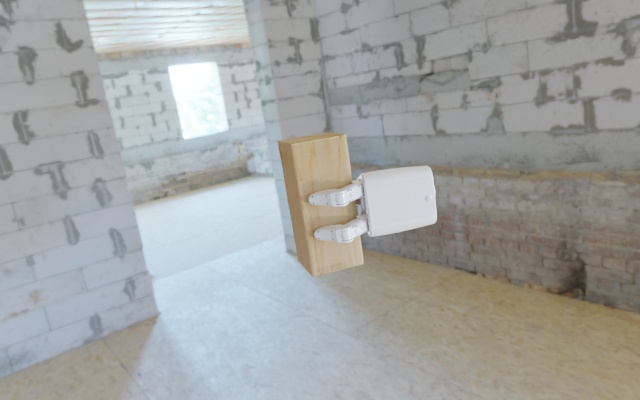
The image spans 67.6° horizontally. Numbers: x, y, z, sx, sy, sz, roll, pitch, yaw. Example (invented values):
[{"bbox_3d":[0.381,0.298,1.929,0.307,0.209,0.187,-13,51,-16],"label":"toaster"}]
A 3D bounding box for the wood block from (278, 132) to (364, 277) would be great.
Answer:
[{"bbox_3d":[0.000,0.002,0.758,0.090,0.206,0.091,-12,13,-14],"label":"wood block"}]
